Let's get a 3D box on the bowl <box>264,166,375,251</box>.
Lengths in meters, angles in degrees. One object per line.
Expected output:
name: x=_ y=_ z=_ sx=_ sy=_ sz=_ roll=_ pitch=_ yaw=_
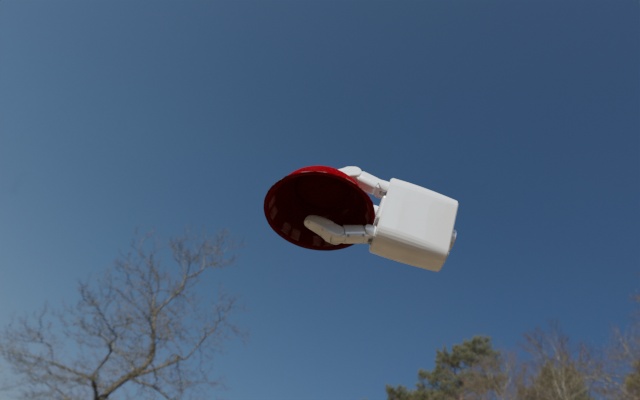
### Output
bowl: x=-0.001 y=0.002 z=0.704 sx=0.162 sy=0.162 sz=0.055 roll=0 pitch=44 yaw=8
